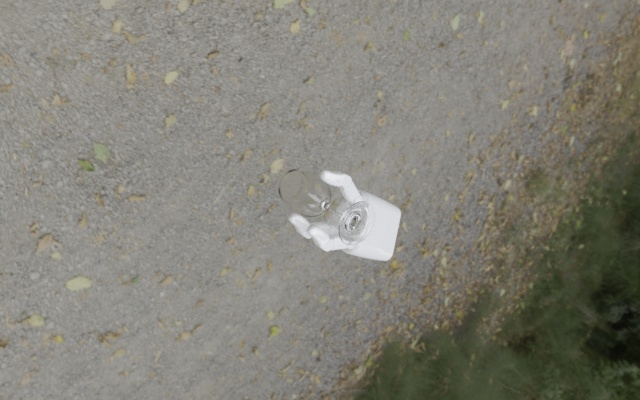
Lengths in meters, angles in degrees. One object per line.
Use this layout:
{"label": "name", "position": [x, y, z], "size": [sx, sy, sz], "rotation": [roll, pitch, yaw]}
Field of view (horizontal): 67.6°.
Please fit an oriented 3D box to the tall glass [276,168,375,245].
{"label": "tall glass", "position": [0.000, 0.003, 0.821], "size": [0.079, 0.079, 0.201], "rotation": [0, 20, -39]}
